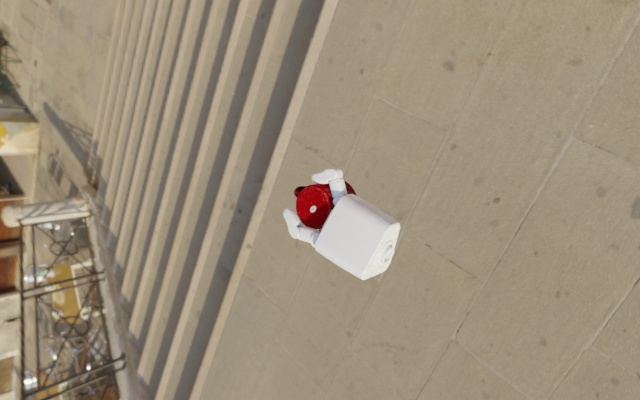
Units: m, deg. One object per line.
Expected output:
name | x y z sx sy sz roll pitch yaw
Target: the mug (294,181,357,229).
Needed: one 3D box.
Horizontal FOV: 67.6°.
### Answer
mug | -0.001 0.002 0.888 0.117 0.093 0.081 33 24 29
